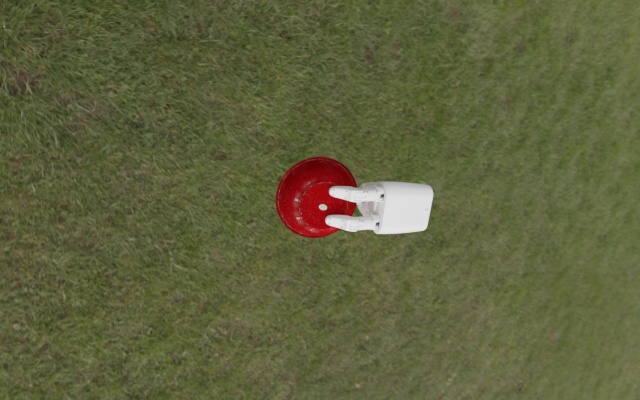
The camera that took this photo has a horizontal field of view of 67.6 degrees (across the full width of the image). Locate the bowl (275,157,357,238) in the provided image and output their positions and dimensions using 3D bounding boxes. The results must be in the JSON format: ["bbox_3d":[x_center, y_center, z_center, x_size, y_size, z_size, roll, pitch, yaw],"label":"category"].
[{"bbox_3d":[-0.001,0.003,0.884,0.162,0.162,0.055,0,17,-14],"label":"bowl"}]
